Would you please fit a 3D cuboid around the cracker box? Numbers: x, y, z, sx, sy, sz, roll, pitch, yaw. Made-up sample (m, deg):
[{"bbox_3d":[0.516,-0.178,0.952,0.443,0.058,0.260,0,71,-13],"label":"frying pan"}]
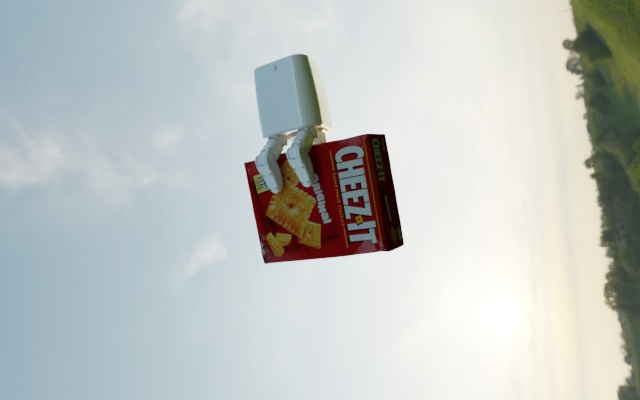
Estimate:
[{"bbox_3d":[0.000,0.002,0.707,0.214,0.164,0.072,-10,1,31],"label":"cracker box"}]
